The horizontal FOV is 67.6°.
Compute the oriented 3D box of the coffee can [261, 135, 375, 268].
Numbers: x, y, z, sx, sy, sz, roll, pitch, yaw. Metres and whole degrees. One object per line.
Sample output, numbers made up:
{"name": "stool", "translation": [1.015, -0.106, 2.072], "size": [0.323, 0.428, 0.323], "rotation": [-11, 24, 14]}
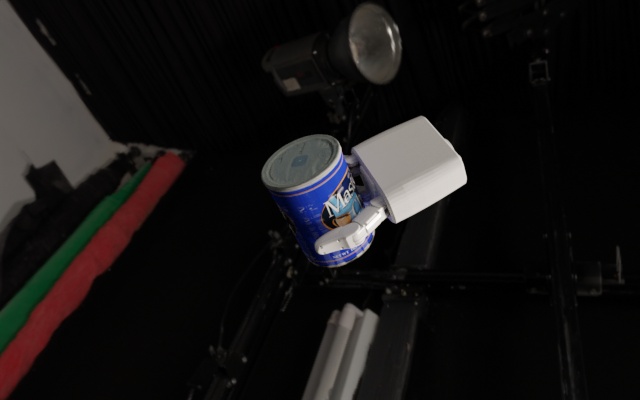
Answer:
{"name": "coffee can", "translation": [0.000, 0.002, 0.613], "size": [0.103, 0.140, 0.102], "rotation": [-17, 36, 13]}
